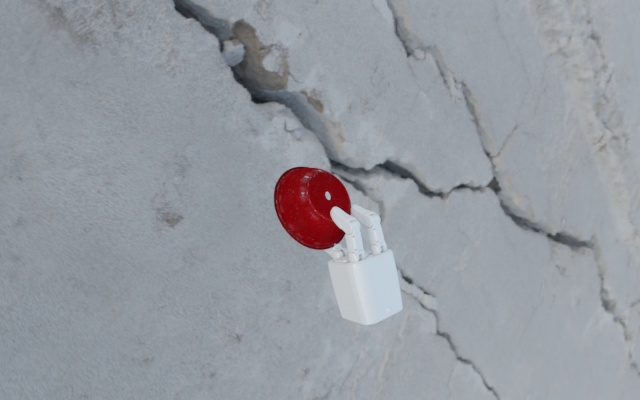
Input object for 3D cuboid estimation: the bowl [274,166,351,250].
[{"bbox_3d":[0.000,0.001,0.841,0.162,0.162,0.055,0,-22,-38],"label":"bowl"}]
